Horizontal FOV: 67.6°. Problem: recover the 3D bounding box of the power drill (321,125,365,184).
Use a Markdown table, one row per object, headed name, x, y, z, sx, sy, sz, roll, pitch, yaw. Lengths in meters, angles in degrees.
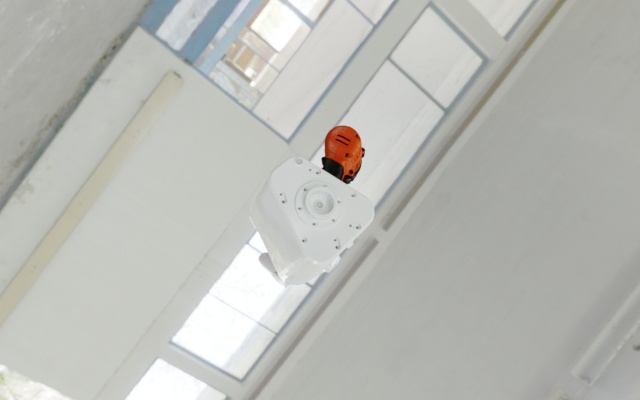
| name | x | y | z | sx | sy | sz | roll | pitch | yaw |
| --- | --- | --- | --- | --- | --- | --- | --- | --- | --- |
| power drill | 0.000 | 0.003 | 0.652 | 0.057 | 0.187 | 0.184 | 25 | -8 | 9 |
